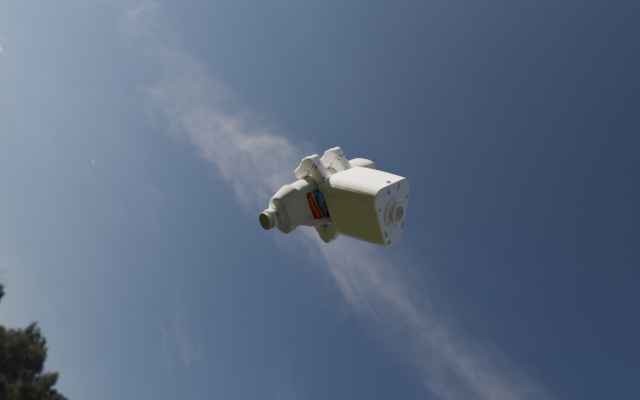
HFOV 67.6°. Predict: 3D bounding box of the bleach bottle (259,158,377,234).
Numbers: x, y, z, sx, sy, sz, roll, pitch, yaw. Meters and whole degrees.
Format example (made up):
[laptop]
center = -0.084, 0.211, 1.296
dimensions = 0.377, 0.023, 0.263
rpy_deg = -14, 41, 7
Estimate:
[bleach bottle]
center = 0.000, 0.003, 0.831
dimensions = 0.068, 0.103, 0.251
rpy_deg = 15, 28, 42
